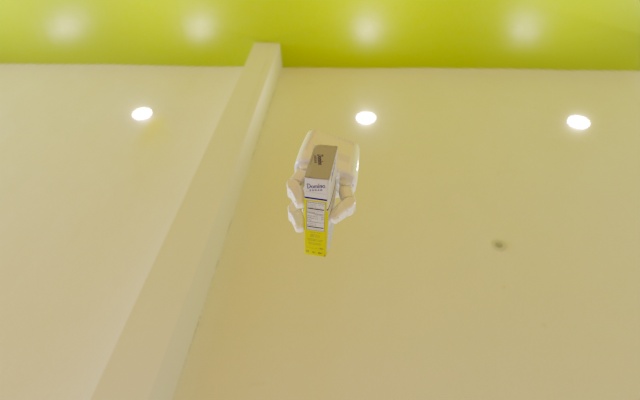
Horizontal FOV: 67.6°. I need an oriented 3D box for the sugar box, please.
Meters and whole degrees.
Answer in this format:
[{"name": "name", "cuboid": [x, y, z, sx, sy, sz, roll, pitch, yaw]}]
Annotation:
[{"name": "sugar box", "cuboid": [0.000, 0.003, 0.808, 0.048, 0.176, 0.093, 6, 41, 8]}]
